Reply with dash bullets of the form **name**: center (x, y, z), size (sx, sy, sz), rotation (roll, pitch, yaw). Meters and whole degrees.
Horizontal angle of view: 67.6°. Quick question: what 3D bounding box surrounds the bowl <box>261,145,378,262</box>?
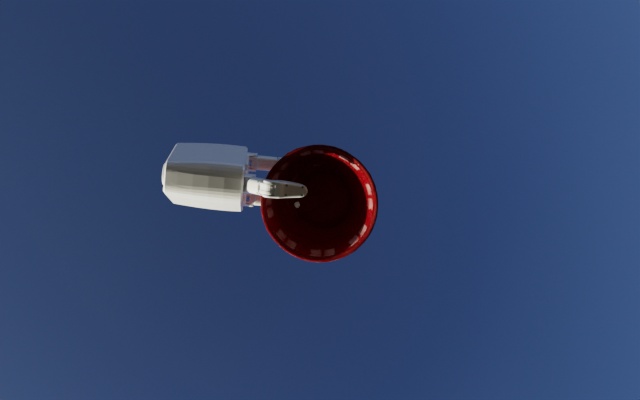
- **bowl**: center (0.001, 0.003, 0.673), size (0.162, 0.162, 0.055), rotation (0, 7, 6)
